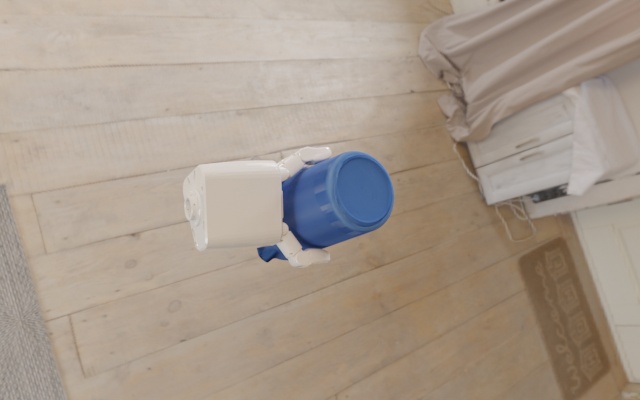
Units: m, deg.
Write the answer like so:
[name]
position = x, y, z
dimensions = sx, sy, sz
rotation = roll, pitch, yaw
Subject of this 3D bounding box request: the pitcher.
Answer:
[pitcher]
position = 0.000, 0.002, 0.711
dimensions = 0.145, 0.149, 0.243
rotation = -5, -9, -32
